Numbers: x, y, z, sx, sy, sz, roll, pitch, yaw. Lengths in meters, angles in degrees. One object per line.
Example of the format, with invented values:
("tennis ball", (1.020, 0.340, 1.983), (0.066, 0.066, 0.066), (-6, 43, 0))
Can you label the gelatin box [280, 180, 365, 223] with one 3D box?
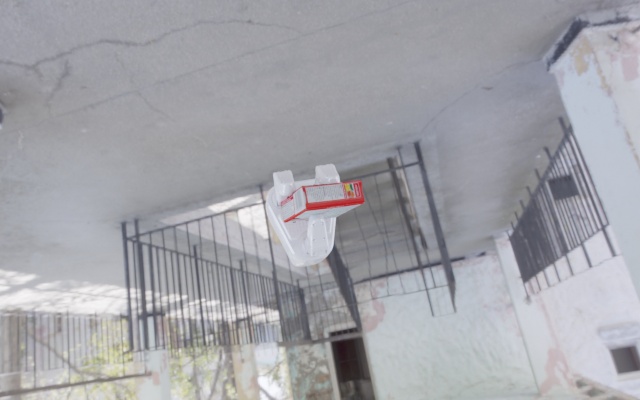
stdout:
("gelatin box", (0.000, 0.002, 0.565), (0.073, 0.030, 0.089), (-6, -10, -22))
